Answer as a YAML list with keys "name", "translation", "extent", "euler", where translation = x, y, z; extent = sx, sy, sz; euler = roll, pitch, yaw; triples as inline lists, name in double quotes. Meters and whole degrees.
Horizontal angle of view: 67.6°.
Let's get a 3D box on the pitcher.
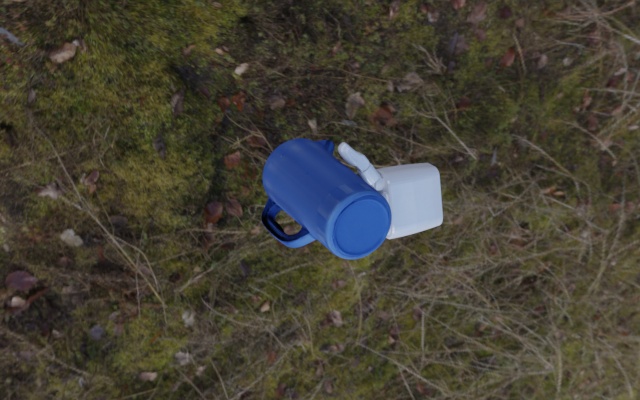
- name: "pitcher"
  translation: [0.000, 0.002, 0.766]
  extent: [0.145, 0.149, 0.242]
  euler: [-7, 25, -24]
